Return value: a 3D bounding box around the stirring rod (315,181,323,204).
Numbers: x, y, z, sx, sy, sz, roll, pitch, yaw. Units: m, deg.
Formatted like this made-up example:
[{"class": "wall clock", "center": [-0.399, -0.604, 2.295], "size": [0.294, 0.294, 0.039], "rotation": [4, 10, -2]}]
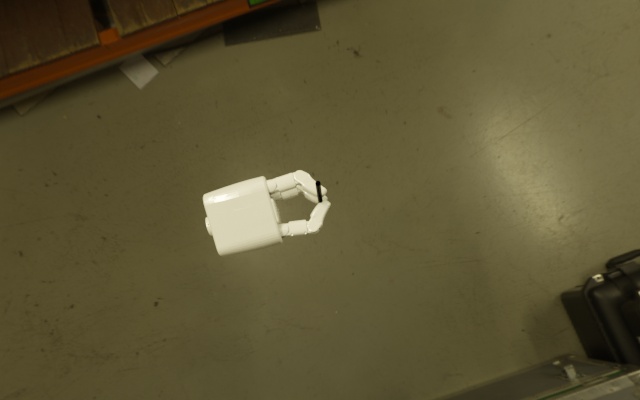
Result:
[{"class": "stirring rod", "center": [0.000, 0.003, 0.806], "size": [0.011, 0.011, 0.239], "rotation": [0, -13, 2]}]
